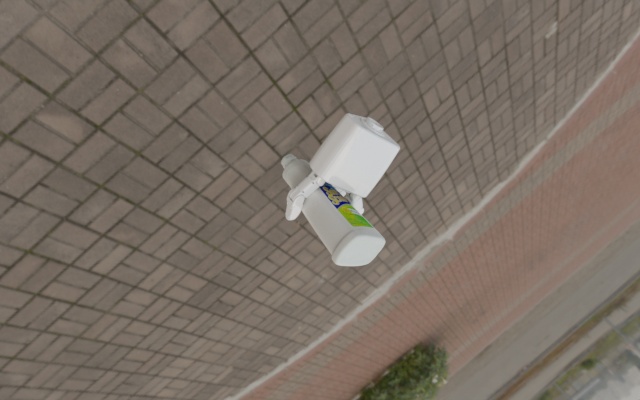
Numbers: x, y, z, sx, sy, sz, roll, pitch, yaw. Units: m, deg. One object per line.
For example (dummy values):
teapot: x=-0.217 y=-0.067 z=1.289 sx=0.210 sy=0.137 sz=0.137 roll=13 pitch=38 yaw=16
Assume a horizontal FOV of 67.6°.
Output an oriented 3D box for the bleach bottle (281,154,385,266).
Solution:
bleach bottle: x=0.000 y=0.003 z=0.822 sx=0.102 sy=0.068 sz=0.250 roll=11 pitch=32 yaw=-50
